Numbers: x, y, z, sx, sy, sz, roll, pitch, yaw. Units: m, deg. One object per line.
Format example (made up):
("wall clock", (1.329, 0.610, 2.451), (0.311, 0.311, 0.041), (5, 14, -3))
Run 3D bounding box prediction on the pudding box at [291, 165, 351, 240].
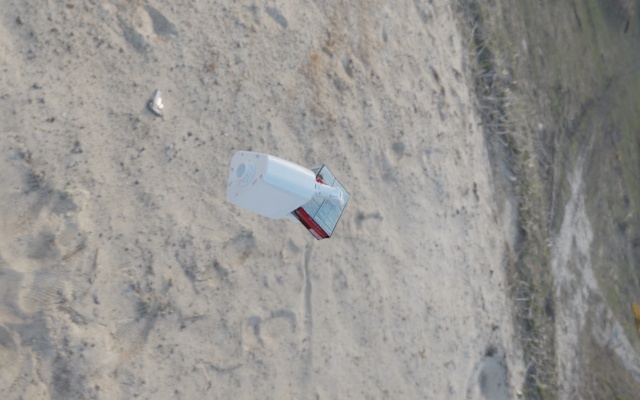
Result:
("pudding box", (0.000, 0.003, 0.883), (0.039, 0.113, 0.090), (-13, -52, 45))
